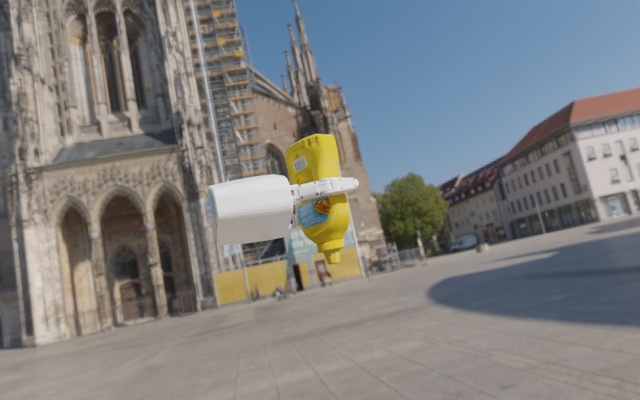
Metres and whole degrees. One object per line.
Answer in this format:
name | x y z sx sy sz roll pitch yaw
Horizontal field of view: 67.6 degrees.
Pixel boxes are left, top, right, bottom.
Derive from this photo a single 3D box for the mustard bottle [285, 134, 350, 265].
mustard bottle | 0.000 0.002 0.730 0.058 0.191 0.096 -4 -12 -41
